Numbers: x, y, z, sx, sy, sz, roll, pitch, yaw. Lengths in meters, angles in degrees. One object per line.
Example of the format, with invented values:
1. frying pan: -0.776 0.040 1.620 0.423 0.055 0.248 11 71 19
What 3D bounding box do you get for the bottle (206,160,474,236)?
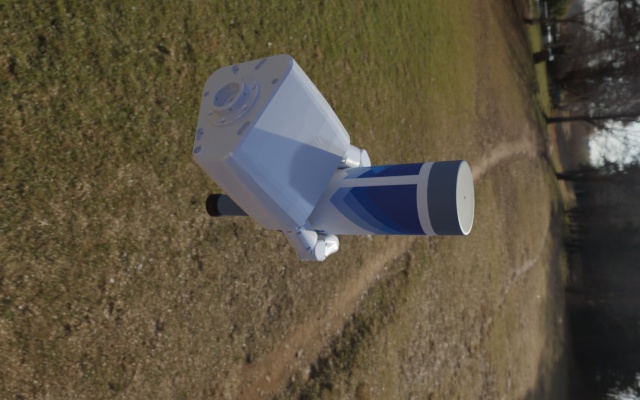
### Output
1. bottle: 0.000 0.002 0.492 0.296 0.069 0.069 -2 -1 30
